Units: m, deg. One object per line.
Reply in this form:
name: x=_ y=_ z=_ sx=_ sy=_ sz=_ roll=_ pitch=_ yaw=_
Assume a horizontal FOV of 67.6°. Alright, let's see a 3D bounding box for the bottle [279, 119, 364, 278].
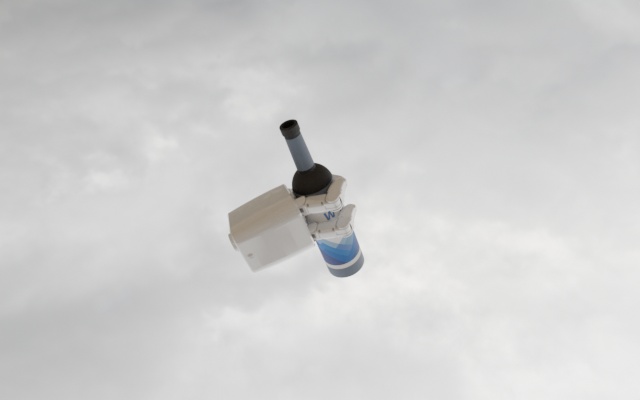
bottle: x=0.000 y=0.003 z=0.754 sx=0.069 sy=0.296 sz=0.069 roll=-14 pitch=38 yaw=11
